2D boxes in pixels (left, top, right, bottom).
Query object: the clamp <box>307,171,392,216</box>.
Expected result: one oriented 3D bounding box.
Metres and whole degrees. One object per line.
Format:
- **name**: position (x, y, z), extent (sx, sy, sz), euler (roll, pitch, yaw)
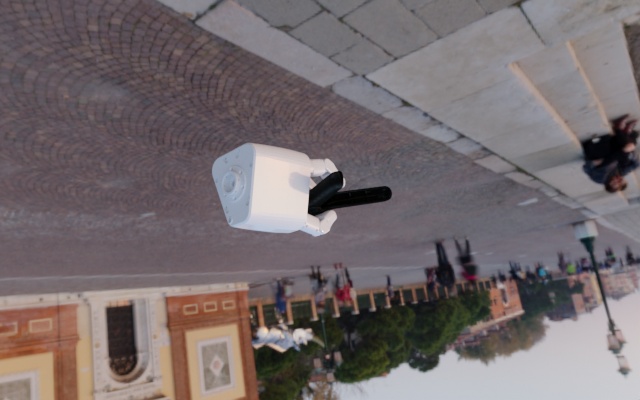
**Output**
- **clamp**: position (0.000, 0.003, 0.765), extent (0.210, 0.036, 0.164), euler (-19, -18, 38)
